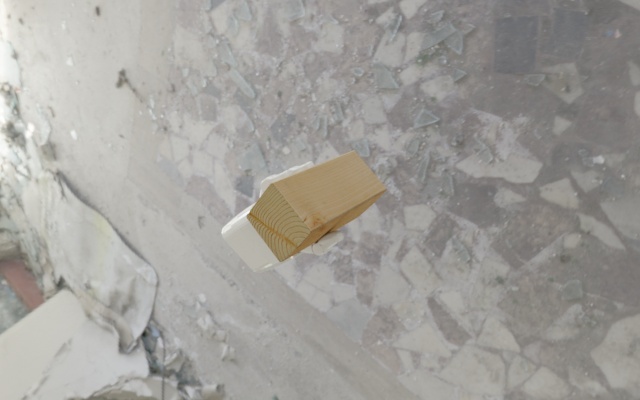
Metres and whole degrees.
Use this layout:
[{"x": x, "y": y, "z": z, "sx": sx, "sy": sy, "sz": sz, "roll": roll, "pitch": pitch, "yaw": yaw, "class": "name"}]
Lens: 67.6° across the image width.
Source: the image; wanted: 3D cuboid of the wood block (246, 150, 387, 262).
[{"x": 0.000, "y": 0.003, "z": 0.746, "sx": 0.206, "sy": 0.091, "sz": 0.090, "roll": -27, "pitch": -15, "yaw": -48, "class": "wood block"}]
